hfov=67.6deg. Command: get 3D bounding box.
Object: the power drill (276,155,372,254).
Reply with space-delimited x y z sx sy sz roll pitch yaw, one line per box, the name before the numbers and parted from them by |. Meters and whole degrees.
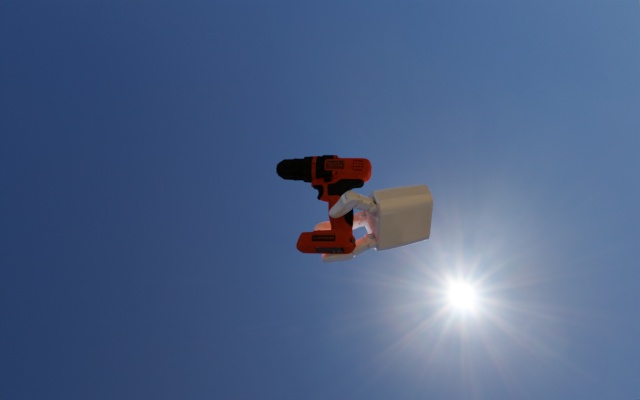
power drill | 0.000 0.003 0.888 0.184 0.187 0.057 0 -21 11
